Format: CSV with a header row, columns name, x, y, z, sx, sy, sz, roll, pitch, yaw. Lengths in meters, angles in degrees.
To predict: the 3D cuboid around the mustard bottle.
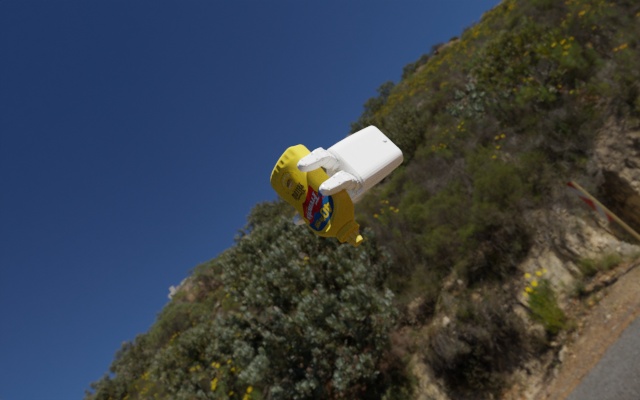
name,x,y,z,sx,sy,sz,roll,pitch,yaw
mustard bottle,0.000,0.003,0.796,0.058,0.191,0.096,-21,-29,-48
